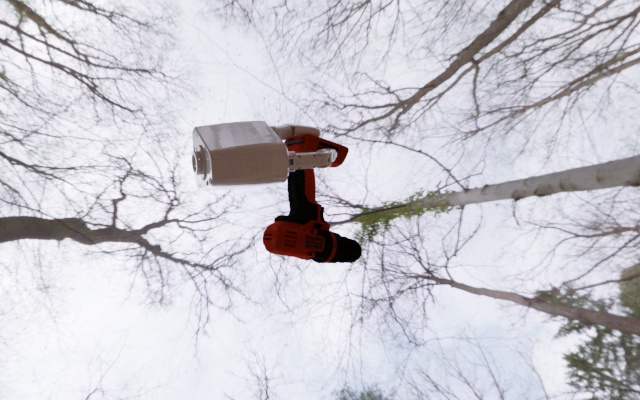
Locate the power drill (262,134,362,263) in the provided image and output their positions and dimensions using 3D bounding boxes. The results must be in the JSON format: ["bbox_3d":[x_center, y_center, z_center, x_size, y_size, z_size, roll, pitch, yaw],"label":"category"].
[{"bbox_3d":[0.000,0.002,0.739,0.184,0.187,0.057,14,-16,-42],"label":"power drill"}]
